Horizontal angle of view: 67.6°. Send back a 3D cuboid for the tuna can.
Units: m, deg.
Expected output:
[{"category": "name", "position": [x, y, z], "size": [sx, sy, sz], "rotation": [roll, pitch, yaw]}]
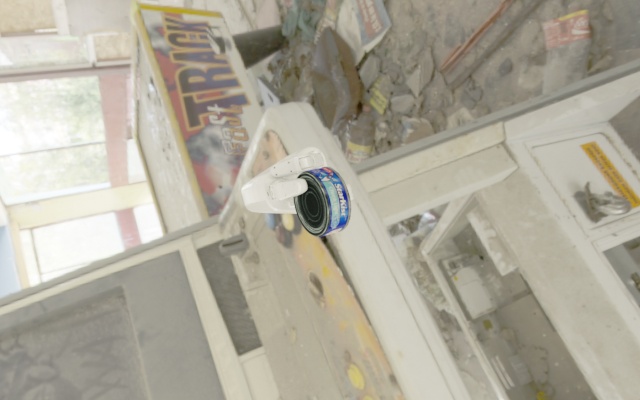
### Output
[{"category": "tuna can", "position": [0.000, 0.002, 0.603], "size": [0.034, 0.086, 0.086], "rotation": [-14, 7, -31]}]
